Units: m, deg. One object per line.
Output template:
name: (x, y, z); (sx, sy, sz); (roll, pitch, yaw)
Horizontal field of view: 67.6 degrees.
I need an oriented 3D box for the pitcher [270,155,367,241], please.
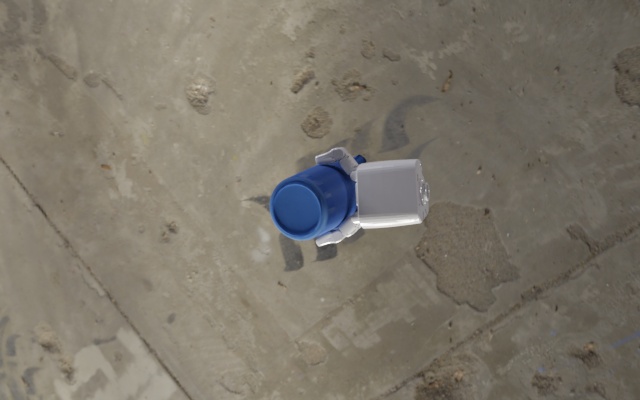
pitcher: (0.000, 0.003, 0.888); (0.145, 0.149, 0.243); (-5, 8, 23)
